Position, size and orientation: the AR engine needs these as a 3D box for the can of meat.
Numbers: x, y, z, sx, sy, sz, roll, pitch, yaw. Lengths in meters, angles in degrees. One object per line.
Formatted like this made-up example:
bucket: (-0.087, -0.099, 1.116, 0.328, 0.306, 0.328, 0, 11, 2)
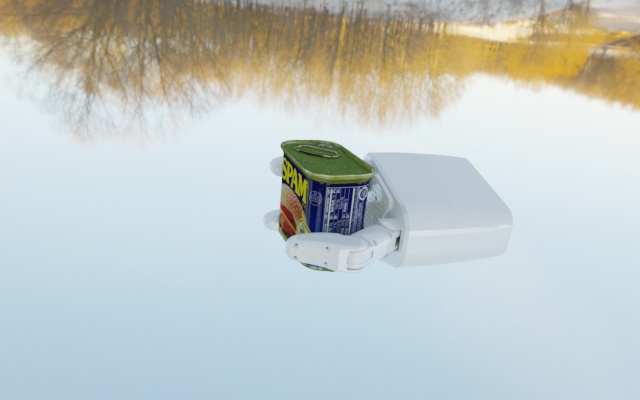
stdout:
can of meat: (0.000, 0.002, 0.407, 0.057, 0.084, 0.102, -3, 23, -20)
